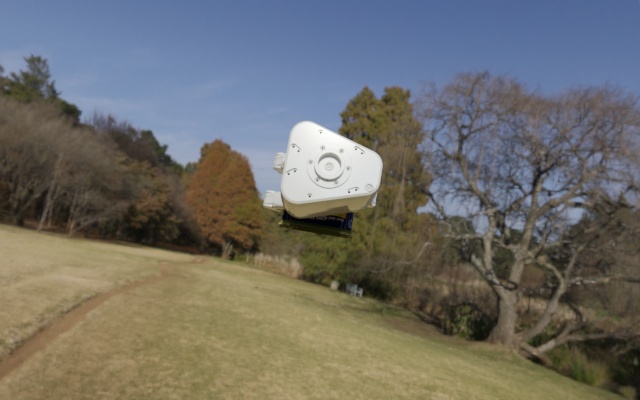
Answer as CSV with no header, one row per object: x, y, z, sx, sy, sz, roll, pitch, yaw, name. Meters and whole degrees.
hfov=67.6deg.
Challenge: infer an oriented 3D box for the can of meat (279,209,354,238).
0.000,0.002,0.659,0.102,0.084,0.057,9,-8,4,can of meat
